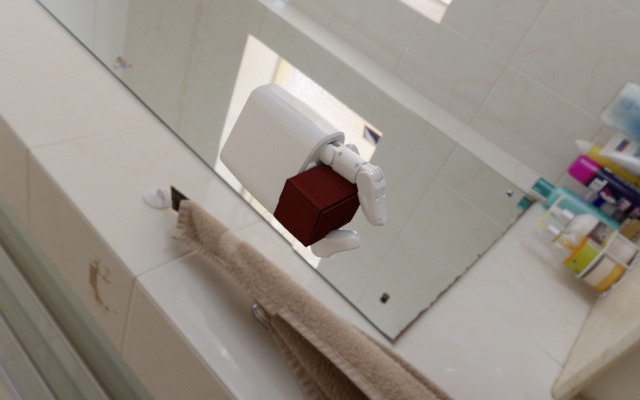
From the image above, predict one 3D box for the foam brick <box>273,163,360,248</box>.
[{"bbox_3d":[0.000,0.002,0.486,0.051,0.053,0.078,42,41,20],"label":"foam brick"}]
